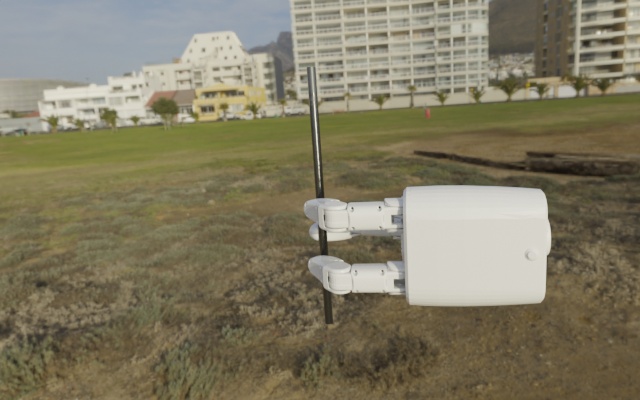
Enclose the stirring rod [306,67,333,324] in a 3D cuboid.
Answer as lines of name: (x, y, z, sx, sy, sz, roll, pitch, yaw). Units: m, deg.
stirring rod: (0.000, 0.002, 0.440, 0.011, 0.239, 0.011, -4, 12, 1)
